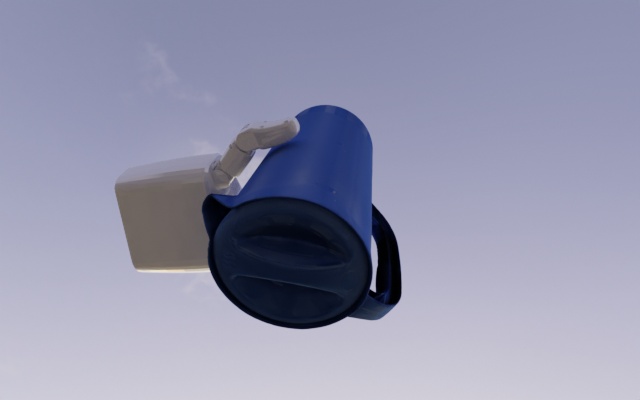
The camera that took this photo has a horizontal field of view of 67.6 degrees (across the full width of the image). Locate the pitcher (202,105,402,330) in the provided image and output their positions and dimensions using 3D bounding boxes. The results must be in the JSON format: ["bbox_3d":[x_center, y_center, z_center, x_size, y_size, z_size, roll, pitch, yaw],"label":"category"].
[{"bbox_3d":[0.000,0.002,0.473,0.145,0.149,0.242,-7,29,14],"label":"pitcher"}]
